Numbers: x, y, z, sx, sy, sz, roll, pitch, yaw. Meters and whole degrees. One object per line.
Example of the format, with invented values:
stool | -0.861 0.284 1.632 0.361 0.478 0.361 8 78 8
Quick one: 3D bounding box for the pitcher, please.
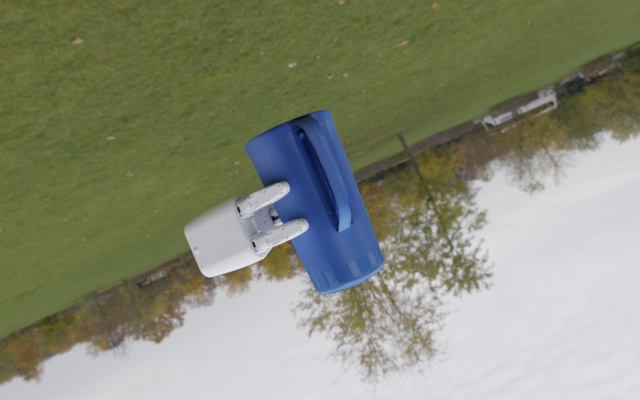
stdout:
pitcher | 0.000 0.002 0.674 0.145 0.243 0.149 -24 0 26
